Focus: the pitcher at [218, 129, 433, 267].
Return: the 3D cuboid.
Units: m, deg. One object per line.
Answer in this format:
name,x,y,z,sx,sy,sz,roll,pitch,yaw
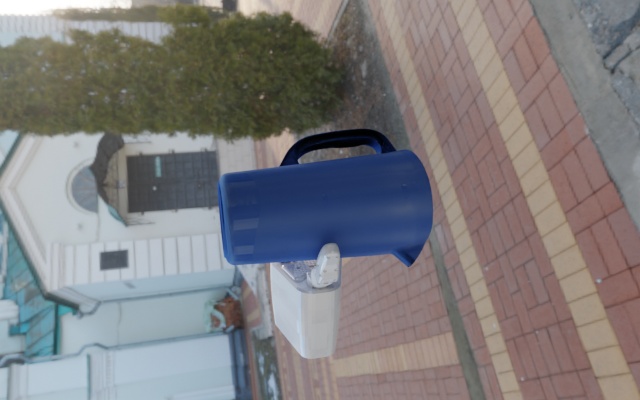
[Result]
pitcher,0.000,0.002,0.586,0.243,0.145,0.149,-5,25,-14
